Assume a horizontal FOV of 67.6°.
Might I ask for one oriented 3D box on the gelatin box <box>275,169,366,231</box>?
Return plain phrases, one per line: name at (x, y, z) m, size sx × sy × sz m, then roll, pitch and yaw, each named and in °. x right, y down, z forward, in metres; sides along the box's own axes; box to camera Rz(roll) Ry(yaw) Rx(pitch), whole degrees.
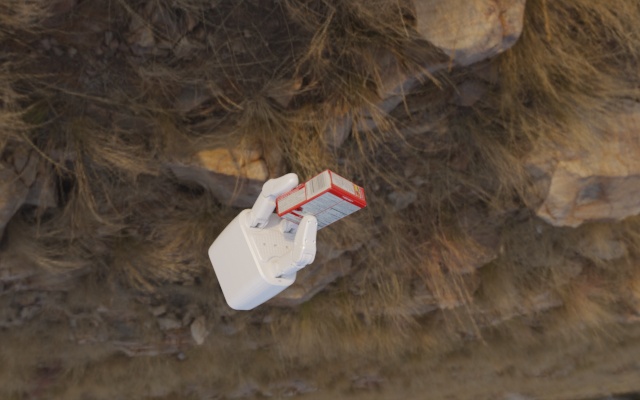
gelatin box at (0.000, 0.002, 0.596) m, size 0.089 × 0.030 × 0.073 m, roll -28°, pitch -34°, yaw 31°
